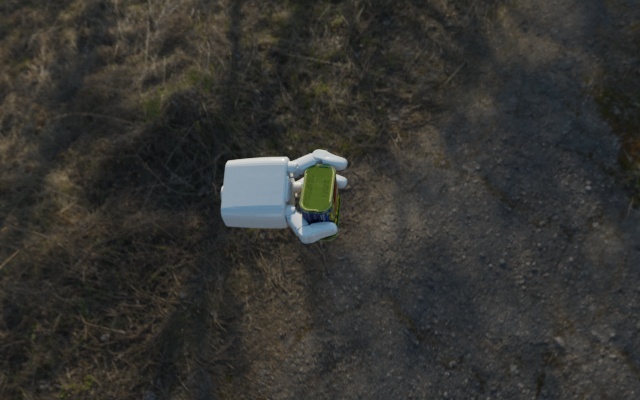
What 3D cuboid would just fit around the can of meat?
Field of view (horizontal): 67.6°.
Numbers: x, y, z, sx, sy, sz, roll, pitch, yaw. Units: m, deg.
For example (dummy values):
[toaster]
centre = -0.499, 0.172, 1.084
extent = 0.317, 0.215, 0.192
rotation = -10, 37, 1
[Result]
[can of meat]
centre = 0.000, 0.002, 0.791
extent = 0.057, 0.102, 0.084
rotation = 1, -36, 9
